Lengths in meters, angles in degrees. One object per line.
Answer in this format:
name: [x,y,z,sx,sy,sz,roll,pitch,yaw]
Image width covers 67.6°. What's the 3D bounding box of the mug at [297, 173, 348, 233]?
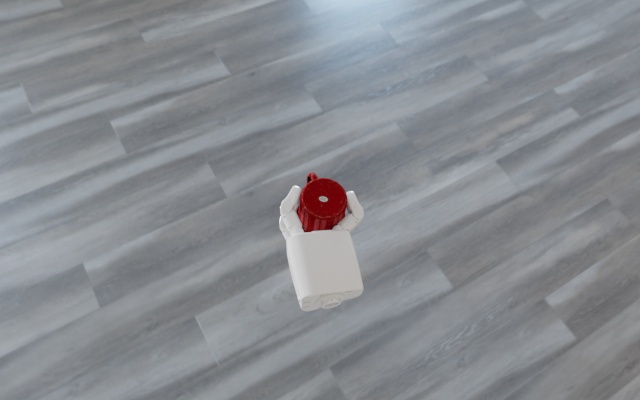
mug: [0.000,0.001,0.850,0.093,0.117,0.081,-12,-26,-11]
